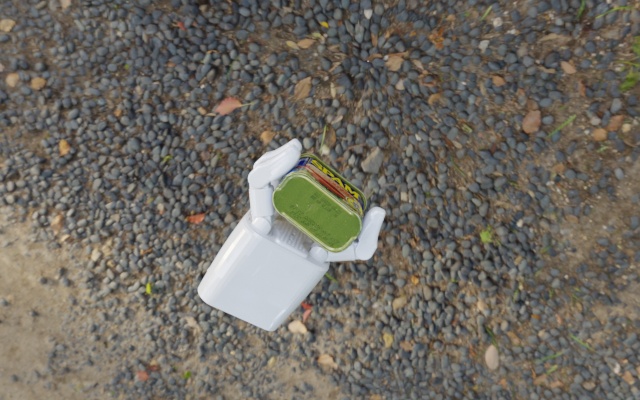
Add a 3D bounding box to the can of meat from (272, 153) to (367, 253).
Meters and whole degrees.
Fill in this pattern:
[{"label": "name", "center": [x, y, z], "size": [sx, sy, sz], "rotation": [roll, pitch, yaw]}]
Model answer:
[{"label": "can of meat", "center": [0.000, 0.002, 0.521], "size": [0.102, 0.057, 0.084], "rotation": [38, 17, -6]}]
